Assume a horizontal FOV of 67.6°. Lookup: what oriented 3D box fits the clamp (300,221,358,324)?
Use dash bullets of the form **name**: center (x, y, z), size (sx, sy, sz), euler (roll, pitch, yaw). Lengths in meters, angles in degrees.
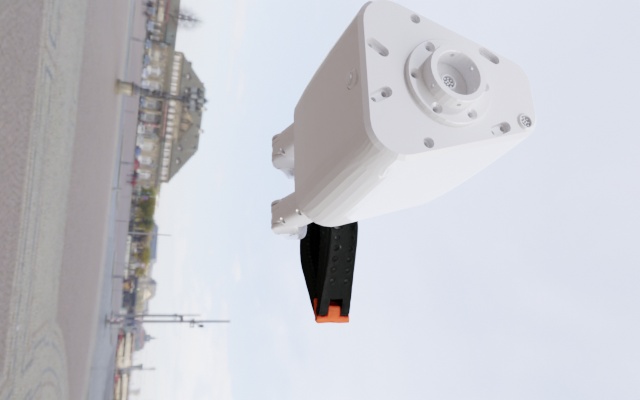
- **clamp**: center (0.001, 0.002, 0.419), size (0.036, 0.210, 0.165), euler (4, -19, -16)
